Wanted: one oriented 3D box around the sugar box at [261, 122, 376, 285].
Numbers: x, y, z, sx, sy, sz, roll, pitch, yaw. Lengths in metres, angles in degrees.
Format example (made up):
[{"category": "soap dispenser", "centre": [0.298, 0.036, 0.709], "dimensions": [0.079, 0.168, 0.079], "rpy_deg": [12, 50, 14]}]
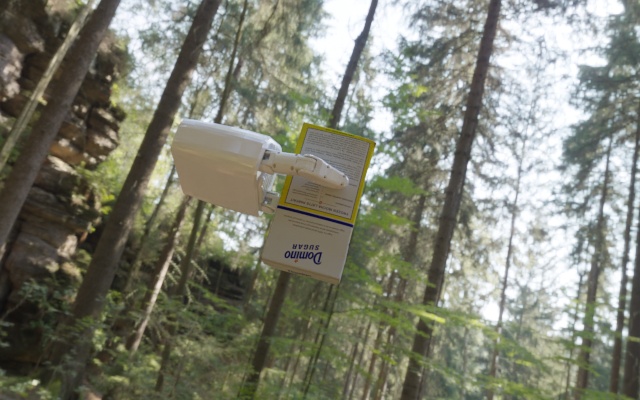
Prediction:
[{"category": "sugar box", "centre": [0.000, 0.002, 0.565], "dimensions": [0.093, 0.176, 0.048], "rpy_deg": [15, -16, 5]}]
